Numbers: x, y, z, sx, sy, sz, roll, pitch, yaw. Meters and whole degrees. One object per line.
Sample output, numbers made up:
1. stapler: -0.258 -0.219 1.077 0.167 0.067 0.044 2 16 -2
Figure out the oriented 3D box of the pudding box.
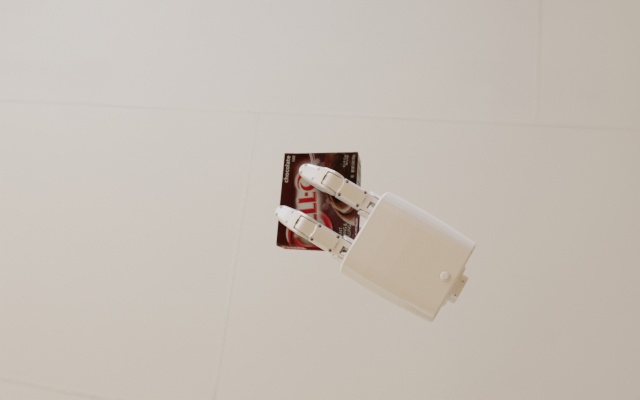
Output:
1. pudding box: 0.000 0.002 0.552 0.090 0.113 0.039 1 -14 15
